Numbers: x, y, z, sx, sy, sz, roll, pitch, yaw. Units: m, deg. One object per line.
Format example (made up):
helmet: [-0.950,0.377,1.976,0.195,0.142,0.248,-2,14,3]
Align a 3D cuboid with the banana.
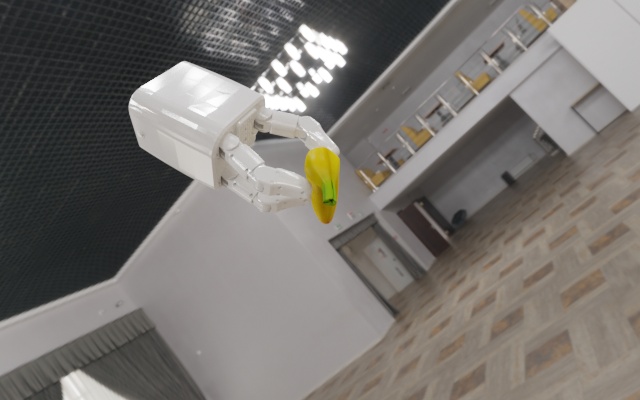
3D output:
banana: [0.002,-0.017,0.525,0.037,0.069,0.198,5,-8,2]
